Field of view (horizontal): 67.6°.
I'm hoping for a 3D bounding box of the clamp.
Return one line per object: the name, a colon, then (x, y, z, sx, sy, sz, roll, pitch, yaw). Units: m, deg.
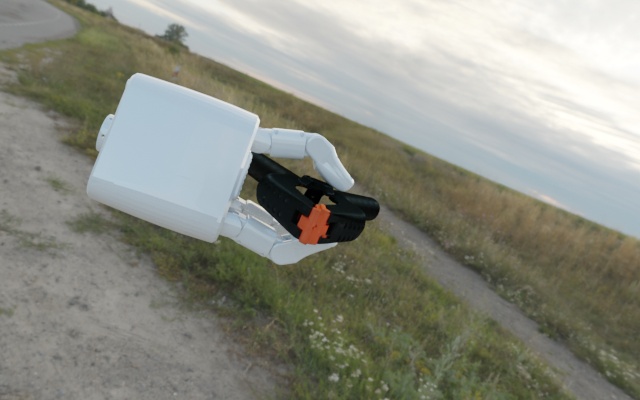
clamp: (0.000, 0.001, 0.431, 0.164, 0.036, 0.210, 20, 9, -13)
